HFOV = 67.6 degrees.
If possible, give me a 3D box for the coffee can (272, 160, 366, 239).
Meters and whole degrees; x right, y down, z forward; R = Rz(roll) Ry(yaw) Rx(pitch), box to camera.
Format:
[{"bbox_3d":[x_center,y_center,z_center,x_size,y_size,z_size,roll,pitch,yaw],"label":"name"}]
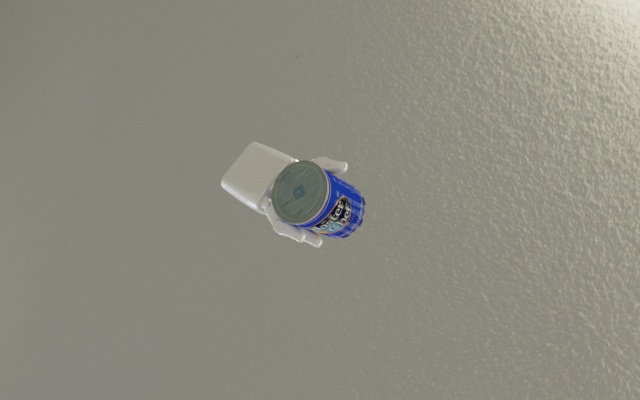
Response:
[{"bbox_3d":[0.000,0.003,0.798,0.103,0.102,0.140,0,-14,31],"label":"coffee can"}]
